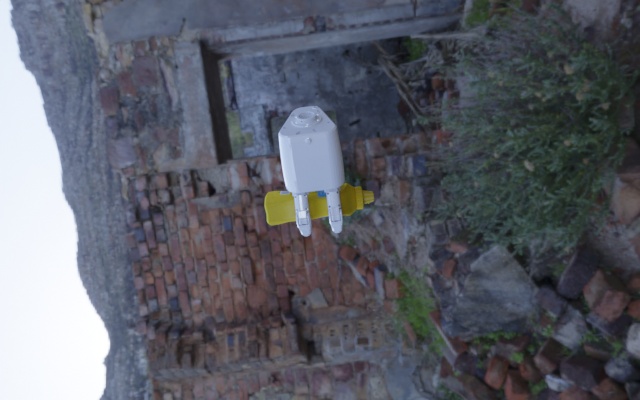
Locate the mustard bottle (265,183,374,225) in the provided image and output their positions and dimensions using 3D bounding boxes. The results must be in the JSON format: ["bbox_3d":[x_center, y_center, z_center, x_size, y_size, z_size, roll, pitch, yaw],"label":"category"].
[{"bbox_3d":[0.000,0.003,0.857,0.191,0.058,0.096,-7,10,2],"label":"mustard bottle"}]
